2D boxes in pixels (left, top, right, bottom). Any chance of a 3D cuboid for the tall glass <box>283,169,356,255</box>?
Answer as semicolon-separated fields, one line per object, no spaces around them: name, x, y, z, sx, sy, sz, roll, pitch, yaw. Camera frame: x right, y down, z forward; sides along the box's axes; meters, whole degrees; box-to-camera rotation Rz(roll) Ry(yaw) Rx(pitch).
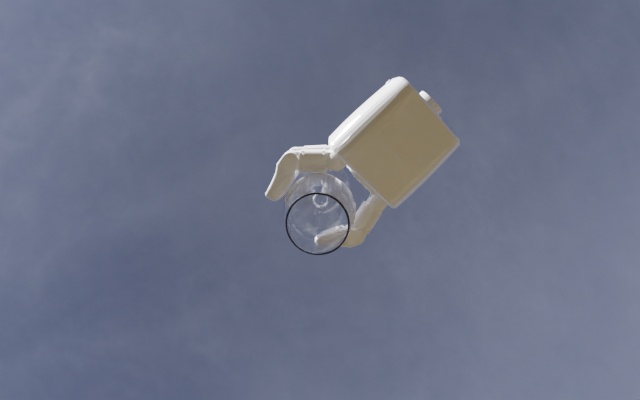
tall glass;0.000;0.002;0.549;0.079;0.079;0.201;0;12;2
